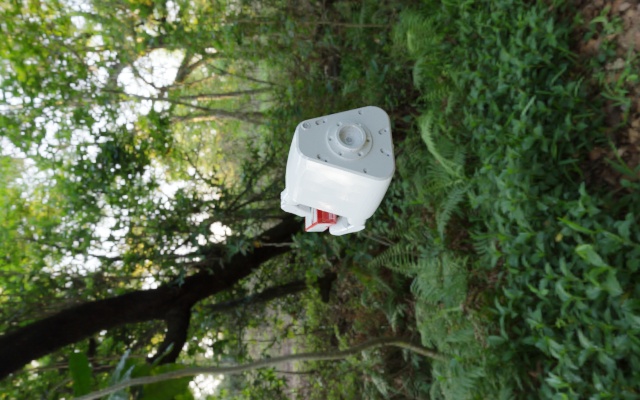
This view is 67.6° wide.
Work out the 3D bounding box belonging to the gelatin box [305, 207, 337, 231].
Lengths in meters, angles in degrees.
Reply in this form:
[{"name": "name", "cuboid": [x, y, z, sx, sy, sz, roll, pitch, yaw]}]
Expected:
[{"name": "gelatin box", "cuboid": [0.000, 0.002, 0.670, 0.030, 0.073, 0.089, 2, -11, -12]}]
